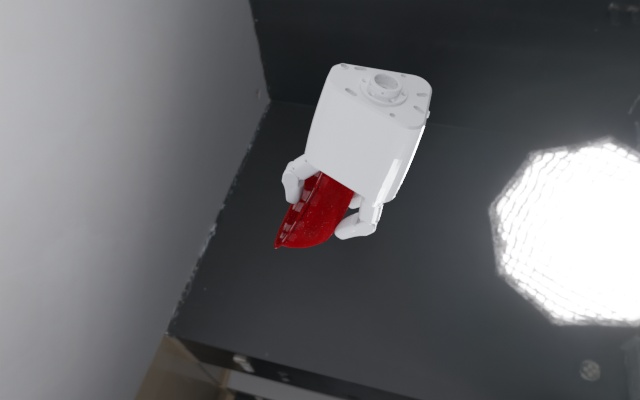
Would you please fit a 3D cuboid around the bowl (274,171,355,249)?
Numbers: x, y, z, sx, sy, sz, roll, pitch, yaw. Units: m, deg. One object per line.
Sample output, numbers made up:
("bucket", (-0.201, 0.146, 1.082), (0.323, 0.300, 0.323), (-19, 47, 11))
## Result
("bowl", (0.000, 0.003, 0.625), (0.055, 0.162, 0.162), (28, -5, -8))
